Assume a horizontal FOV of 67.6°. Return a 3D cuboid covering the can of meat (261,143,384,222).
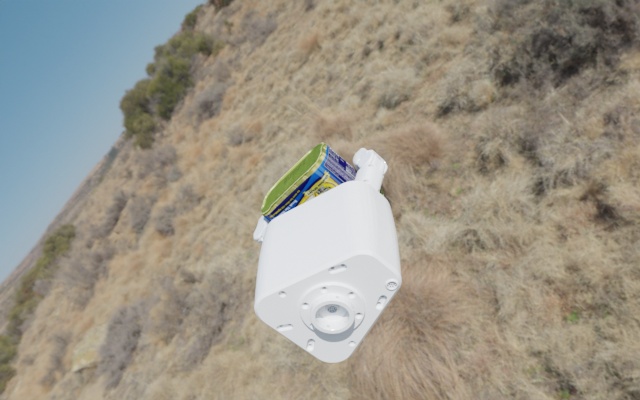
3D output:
[{"bbox_3d":[0.000,0.001,0.495,0.084,0.102,0.057,39,26,-19],"label":"can of meat"}]
